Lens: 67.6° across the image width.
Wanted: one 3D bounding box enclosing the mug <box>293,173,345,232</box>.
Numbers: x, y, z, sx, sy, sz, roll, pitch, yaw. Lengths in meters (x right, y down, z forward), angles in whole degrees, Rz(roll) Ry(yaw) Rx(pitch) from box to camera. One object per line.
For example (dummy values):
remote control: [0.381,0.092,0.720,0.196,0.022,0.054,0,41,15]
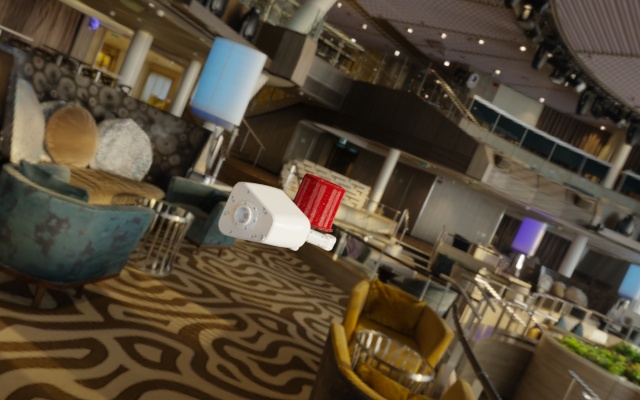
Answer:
mug: [0.001,0.003,0.881,0.093,0.081,0.117,26,6,29]
